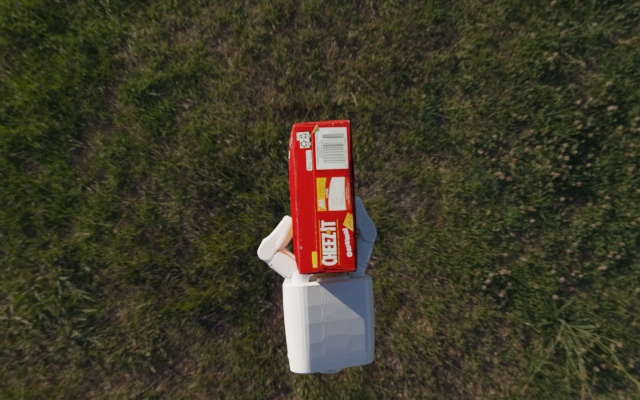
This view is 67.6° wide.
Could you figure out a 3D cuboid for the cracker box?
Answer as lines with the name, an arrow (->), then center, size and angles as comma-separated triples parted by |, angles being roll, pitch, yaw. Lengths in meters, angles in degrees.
cracker box -> 0.000, 0.002, 0.607 | 0.072, 0.164, 0.214 | -3, -3, -2
